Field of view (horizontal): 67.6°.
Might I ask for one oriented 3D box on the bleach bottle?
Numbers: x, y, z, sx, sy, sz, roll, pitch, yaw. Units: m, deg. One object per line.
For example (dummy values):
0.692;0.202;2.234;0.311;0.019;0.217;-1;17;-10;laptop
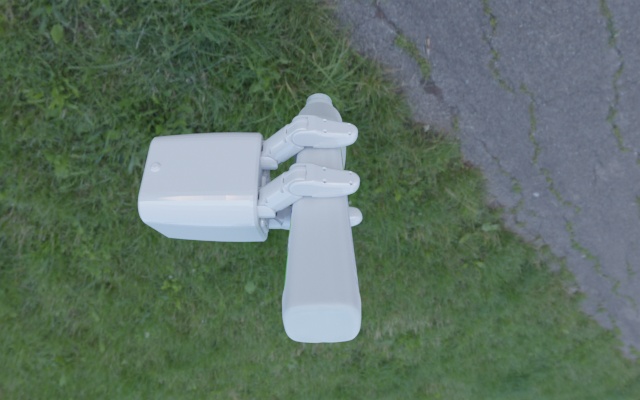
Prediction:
0.000;0.002;0.471;0.068;0.250;0.103;-1;-32;1;bleach bottle
